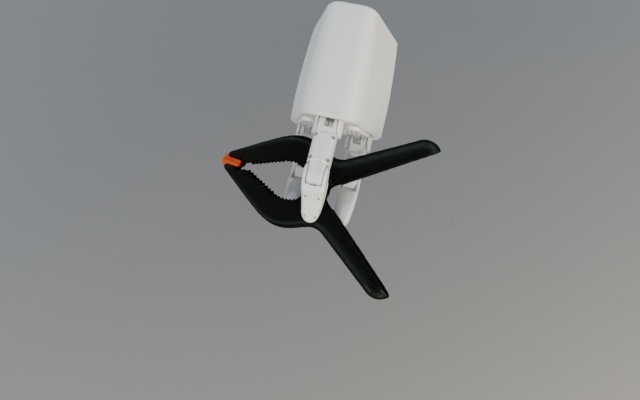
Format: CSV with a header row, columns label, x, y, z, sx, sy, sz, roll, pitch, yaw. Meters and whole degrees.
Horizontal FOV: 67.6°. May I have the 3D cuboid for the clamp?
label,x,y,z,sx,sy,sz,roll,pitch,yaw
clamp,0.000,0.001,0.480,0.210,0.164,0.036,12,1,6
